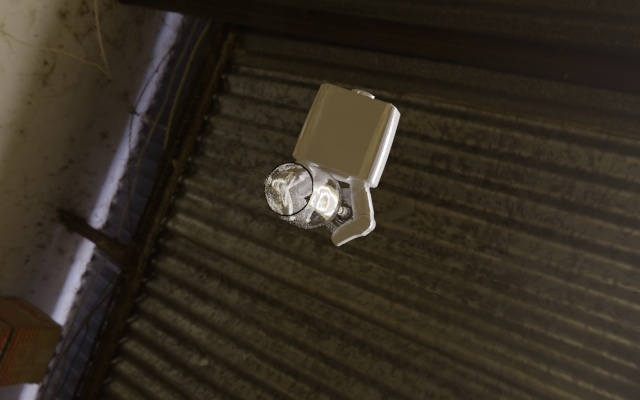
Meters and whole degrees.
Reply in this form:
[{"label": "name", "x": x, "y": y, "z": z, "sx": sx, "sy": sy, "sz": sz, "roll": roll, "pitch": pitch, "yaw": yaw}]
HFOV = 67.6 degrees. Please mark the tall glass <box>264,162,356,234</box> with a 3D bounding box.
[{"label": "tall glass", "x": 0.000, "y": 0.002, "z": 0.623, "sx": 0.079, "sy": 0.079, "sz": 0.201, "roll": 0, "pitch": -9, "yaw": 22}]
